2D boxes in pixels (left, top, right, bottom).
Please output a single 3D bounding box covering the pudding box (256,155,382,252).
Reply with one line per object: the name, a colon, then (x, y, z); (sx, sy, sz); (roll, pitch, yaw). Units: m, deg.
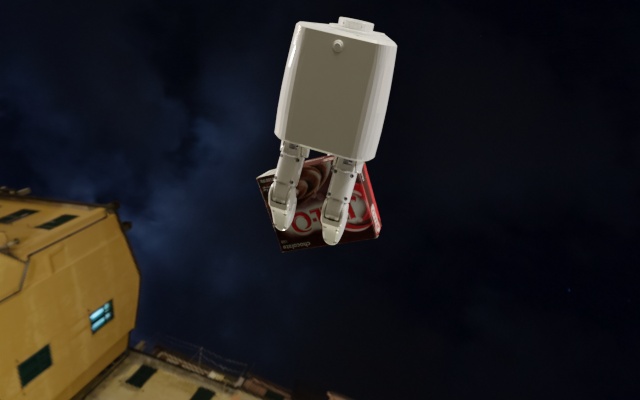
pudding box: (0.000, 0.002, 0.507); (0.113, 0.090, 0.039); (-10, 17, 23)
